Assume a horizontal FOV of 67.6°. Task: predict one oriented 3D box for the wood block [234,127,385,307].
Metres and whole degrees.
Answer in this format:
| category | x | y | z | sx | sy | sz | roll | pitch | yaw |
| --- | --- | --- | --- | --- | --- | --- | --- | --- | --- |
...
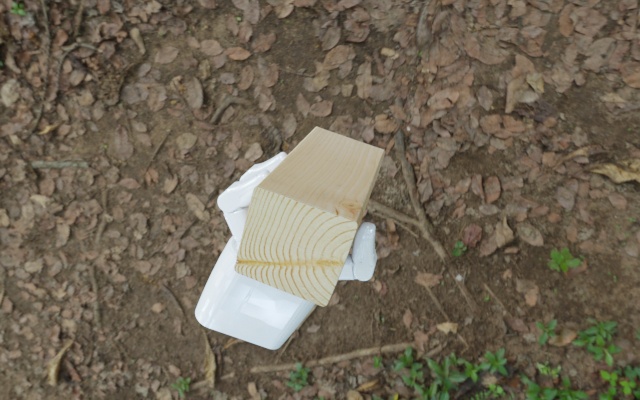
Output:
| category | x | y | z | sx | sy | sz | roll | pitch | yaw |
| --- | --- | --- | --- | --- | --- | --- | --- | --- | --- |
| wood block | 0.000 | 0.002 | 0.488 | 0.091 | 0.090 | 0.206 | 21 | 26 | 5 |
